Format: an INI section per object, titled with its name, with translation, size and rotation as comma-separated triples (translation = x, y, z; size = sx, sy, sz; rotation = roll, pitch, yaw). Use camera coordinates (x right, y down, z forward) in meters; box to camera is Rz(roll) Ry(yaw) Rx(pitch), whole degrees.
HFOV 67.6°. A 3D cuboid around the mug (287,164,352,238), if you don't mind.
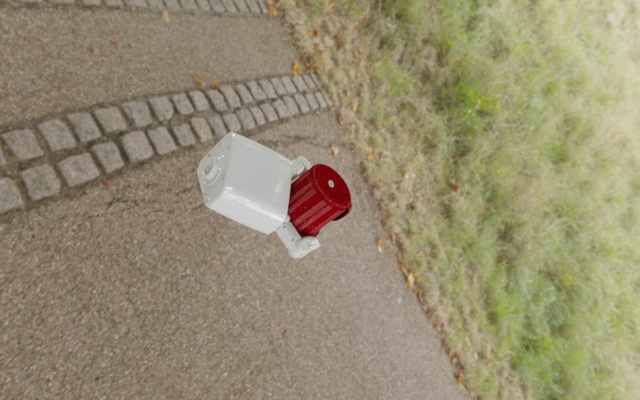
[mug]
translation = 0.001, 0.003, 0.729
size = 0.117, 0.093, 0.081
rotation = 25, -50, -37
